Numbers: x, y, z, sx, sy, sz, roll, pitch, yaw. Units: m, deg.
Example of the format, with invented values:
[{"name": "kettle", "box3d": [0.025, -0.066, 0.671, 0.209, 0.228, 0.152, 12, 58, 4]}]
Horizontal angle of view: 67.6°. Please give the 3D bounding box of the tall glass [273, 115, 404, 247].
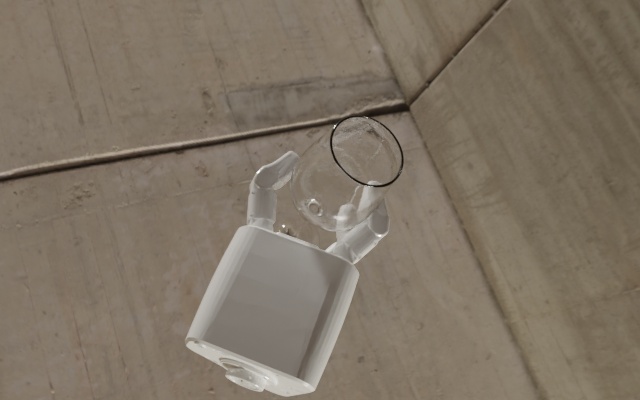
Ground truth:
[{"name": "tall glass", "box3d": [0.000, 0.002, 0.442, 0.079, 0.079, 0.201, 0, -24, -23]}]
